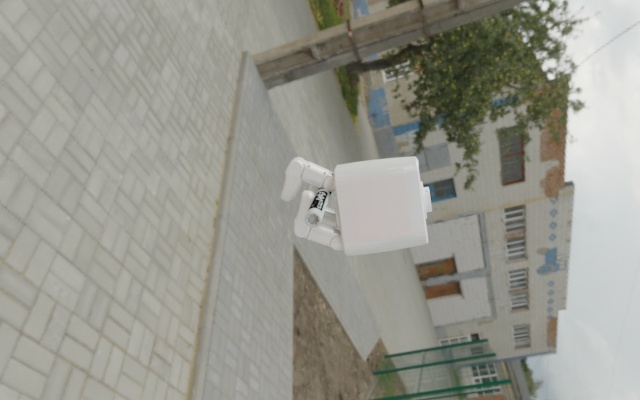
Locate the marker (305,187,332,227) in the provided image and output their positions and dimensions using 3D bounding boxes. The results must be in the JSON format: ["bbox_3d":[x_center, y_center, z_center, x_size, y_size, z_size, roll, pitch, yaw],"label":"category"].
[{"bbox_3d":[0.000,0.002,0.587,0.020,0.020,0.121,0,19,9],"label":"marker"}]
